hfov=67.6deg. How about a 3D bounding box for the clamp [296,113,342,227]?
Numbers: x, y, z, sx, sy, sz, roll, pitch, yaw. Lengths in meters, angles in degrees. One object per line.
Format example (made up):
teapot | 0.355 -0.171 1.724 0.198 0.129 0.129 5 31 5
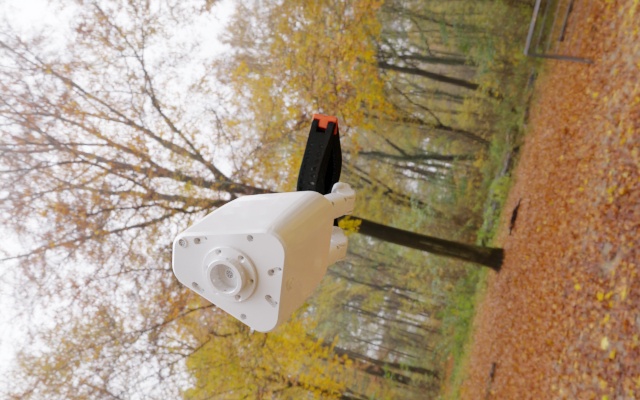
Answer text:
clamp | -0.001 0.001 0.563 0.036 0.210 0.164 13 19 16
